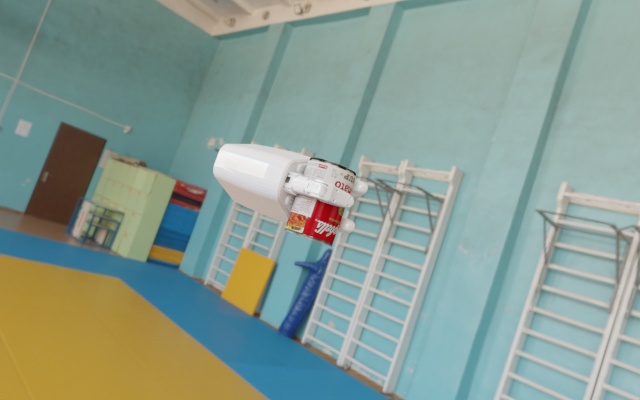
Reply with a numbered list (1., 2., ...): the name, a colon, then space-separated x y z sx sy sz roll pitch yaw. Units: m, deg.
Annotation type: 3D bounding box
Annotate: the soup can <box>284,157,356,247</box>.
1. soup can: 0.001 0.002 0.629 0.068 0.102 0.068 19 -4 2
